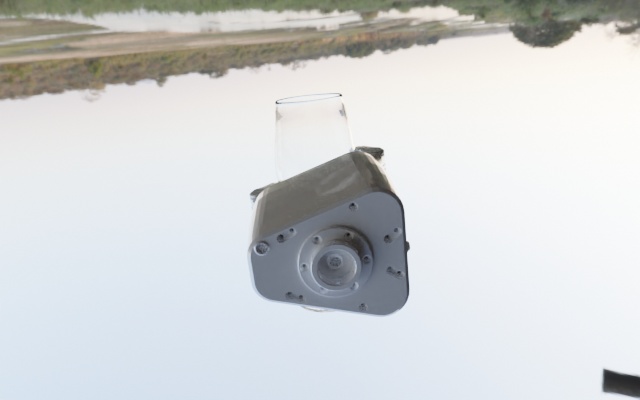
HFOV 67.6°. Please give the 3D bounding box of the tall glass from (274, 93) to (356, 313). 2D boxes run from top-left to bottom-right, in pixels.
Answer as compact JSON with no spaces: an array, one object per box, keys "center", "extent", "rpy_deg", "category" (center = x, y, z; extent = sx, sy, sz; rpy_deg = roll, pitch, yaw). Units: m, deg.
[{"center":[0.000,0.002,0.462],"extent":[0.079,0.201,0.079],"rpy_deg":[-6,17,2],"category":"tall glass"}]
